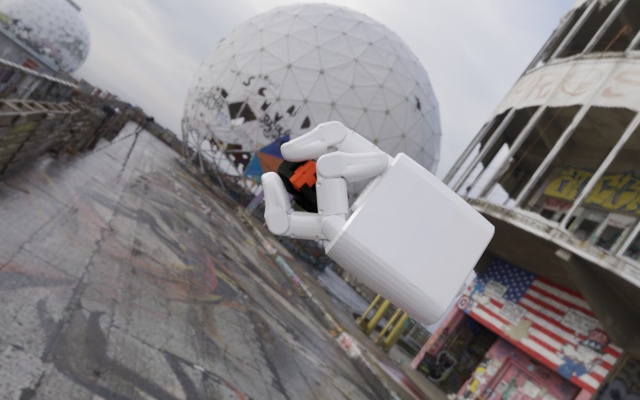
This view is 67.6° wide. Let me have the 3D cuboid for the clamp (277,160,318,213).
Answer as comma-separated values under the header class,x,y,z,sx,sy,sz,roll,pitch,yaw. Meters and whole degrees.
class,x,y,z,sx,sy,sz,roll,pitch,yaw
clamp,0.000,0.001,0.503,0.120,0.039,0.171,38,-4,3
